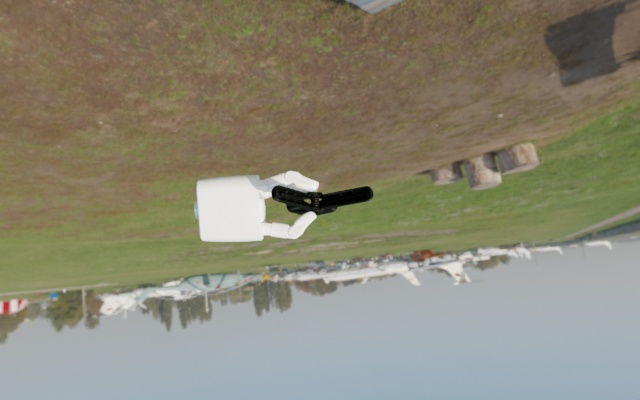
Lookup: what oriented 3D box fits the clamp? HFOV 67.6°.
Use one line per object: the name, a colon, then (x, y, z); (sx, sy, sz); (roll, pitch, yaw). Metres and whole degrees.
clamp: (0.000, 0.004, 0.846); (0.164, 0.036, 0.210); (0, -9, -3)
